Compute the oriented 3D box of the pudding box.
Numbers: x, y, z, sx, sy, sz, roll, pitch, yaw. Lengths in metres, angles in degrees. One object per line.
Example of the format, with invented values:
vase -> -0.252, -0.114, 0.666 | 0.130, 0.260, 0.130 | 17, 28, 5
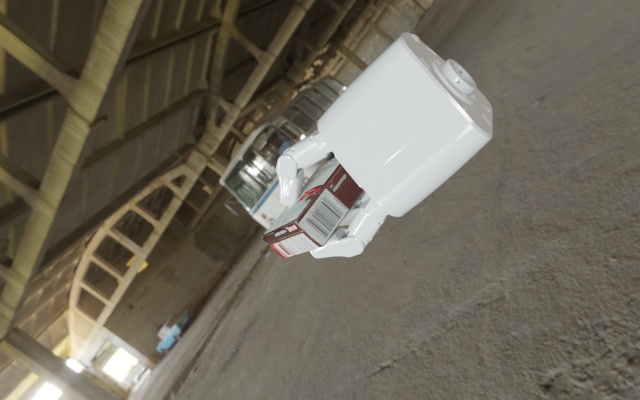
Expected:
pudding box -> 0.000, 0.001, 0.483 | 0.113, 0.039, 0.090 | -51, 11, -28
